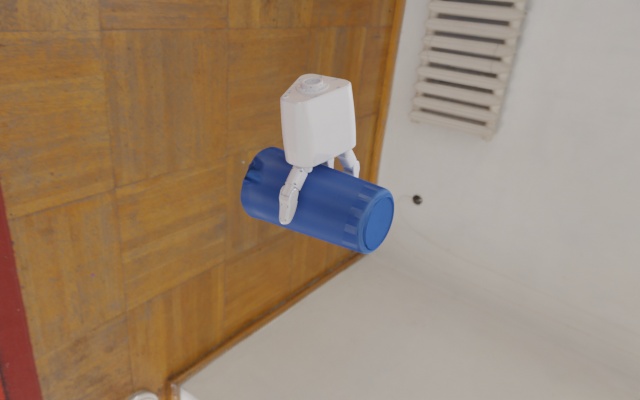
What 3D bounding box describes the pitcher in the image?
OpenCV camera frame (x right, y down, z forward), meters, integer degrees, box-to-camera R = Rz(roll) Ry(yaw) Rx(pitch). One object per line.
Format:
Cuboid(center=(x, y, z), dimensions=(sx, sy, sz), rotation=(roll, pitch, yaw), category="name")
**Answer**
Cuboid(center=(0.000, 0.003, 0.807), dimensions=(0.243, 0.145, 0.149), rotation=(20, 40, 31), category="pitcher")
